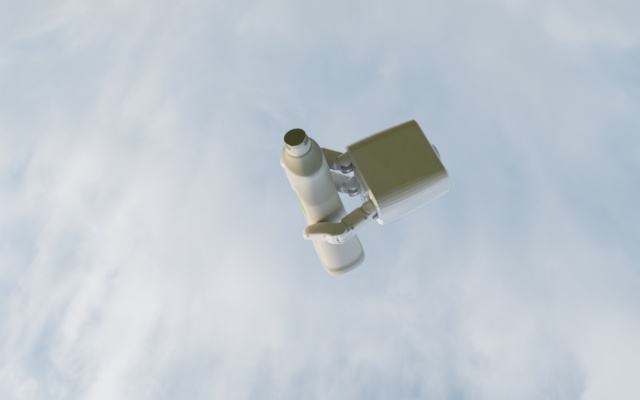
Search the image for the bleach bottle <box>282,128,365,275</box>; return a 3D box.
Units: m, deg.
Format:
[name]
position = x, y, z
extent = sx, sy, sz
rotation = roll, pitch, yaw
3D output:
[bleach bottle]
position = 0.000, 0.002, 0.659
extent = 0.068, 0.102, 0.251
rotation = -25, -37, -3
